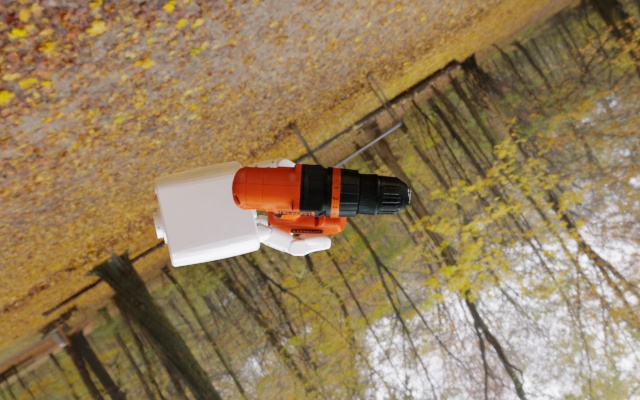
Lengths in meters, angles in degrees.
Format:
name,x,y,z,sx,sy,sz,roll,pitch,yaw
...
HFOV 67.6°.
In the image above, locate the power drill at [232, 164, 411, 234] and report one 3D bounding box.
name,x,y,z,sx,sy,sz,roll,pitch,yaw
power drill,0.000,0.002,0.563,0.184,0.057,0.188,5,-12,0
